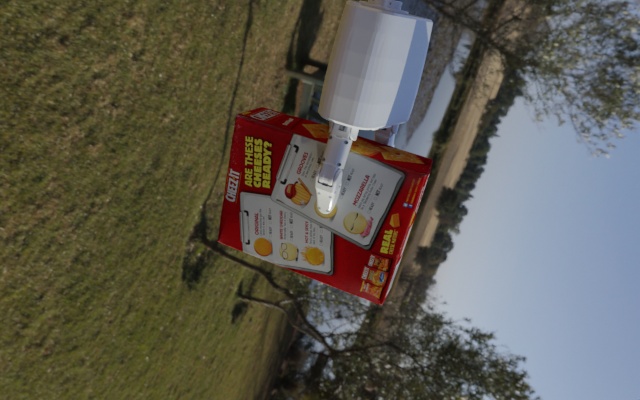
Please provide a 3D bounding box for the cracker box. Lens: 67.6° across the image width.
[{"bbox_3d":[0.000,0.002,0.550,0.213,0.164,0.072,19,24,13],"label":"cracker box"}]
